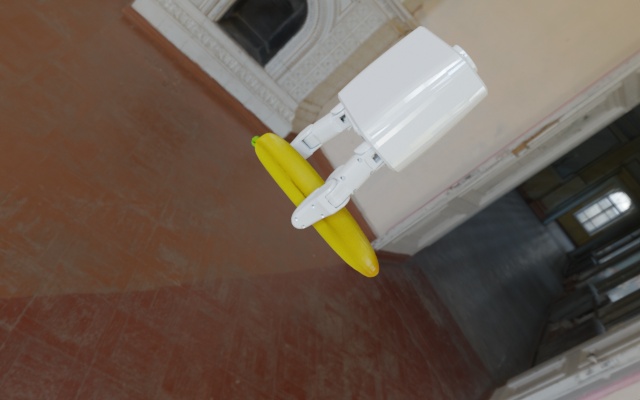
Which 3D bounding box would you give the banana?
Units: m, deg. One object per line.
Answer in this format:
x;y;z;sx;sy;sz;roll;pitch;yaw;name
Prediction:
-0.005;-0.001;0.481;0.037;0.198;0.069;-40;-6;5;banana
